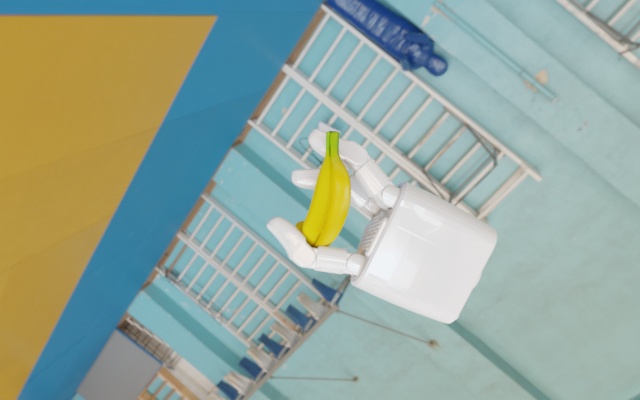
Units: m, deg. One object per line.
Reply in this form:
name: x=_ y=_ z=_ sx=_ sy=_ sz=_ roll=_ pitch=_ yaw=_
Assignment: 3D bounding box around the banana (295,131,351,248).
banana: x=0.000 y=0.016 z=0.487 sx=0.037 sy=0.069 sz=0.198 roll=10 pitch=-32 yaw=-9
